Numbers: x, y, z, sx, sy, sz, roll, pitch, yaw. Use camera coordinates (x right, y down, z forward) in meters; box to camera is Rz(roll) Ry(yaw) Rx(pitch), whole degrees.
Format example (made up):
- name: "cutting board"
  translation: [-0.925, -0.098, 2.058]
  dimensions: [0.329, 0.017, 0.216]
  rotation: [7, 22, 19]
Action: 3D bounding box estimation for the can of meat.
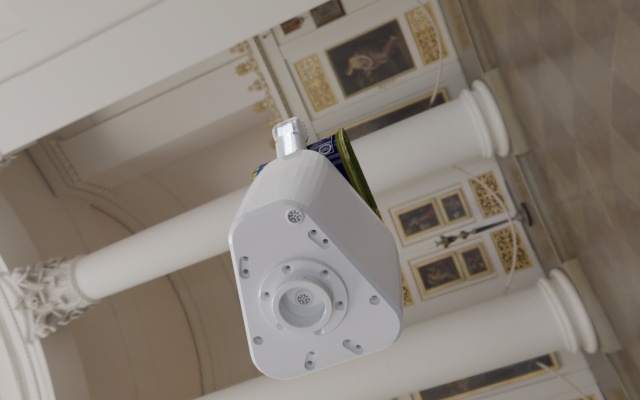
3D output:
- name: "can of meat"
  translation: [0.000, 0.001, 0.412]
  dimensions: [0.084, 0.102, 0.057]
  rotation: [-22, 19, 10]
